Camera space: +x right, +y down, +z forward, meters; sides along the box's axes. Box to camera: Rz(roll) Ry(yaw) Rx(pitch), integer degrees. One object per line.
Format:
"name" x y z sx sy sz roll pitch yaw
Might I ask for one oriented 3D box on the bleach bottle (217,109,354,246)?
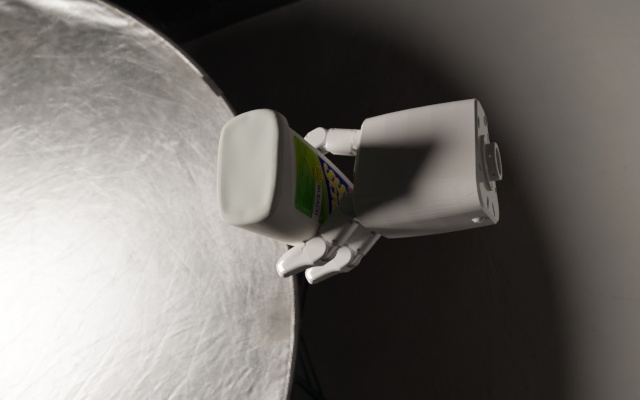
"bleach bottle" 0.000 0.002 0.492 0.068 0.102 0.251 -8 -17 28
